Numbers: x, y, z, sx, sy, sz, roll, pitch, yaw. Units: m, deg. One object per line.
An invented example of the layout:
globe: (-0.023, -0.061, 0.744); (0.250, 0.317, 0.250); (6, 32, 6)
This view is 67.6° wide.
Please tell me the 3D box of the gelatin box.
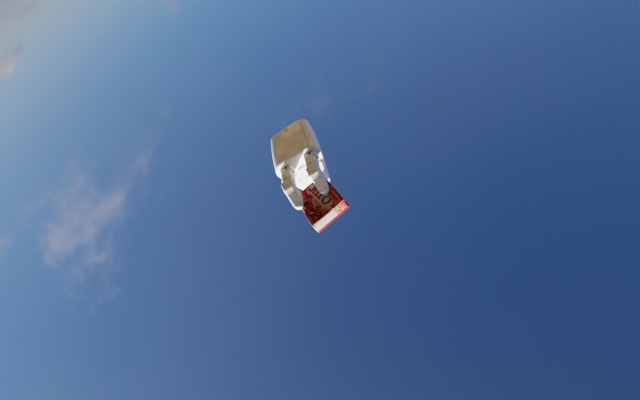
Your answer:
gelatin box: (0.000, 0.003, 0.867); (0.030, 0.073, 0.089); (47, 4, -45)
